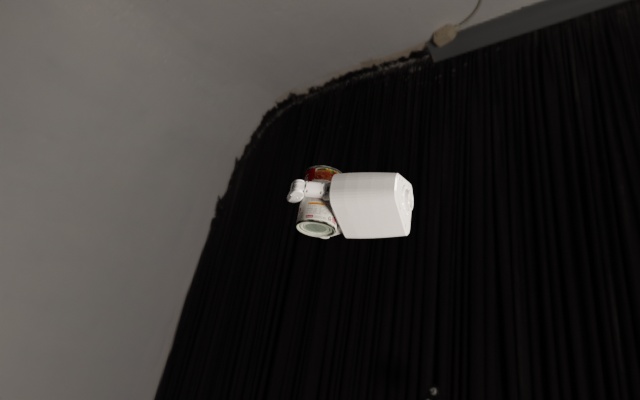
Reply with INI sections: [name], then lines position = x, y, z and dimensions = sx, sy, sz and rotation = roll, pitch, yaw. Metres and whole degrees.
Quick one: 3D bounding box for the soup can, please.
[soup can]
position = 0.000, 0.003, 0.794
dimensions = 0.068, 0.102, 0.068
rotation = 8, -25, 4
